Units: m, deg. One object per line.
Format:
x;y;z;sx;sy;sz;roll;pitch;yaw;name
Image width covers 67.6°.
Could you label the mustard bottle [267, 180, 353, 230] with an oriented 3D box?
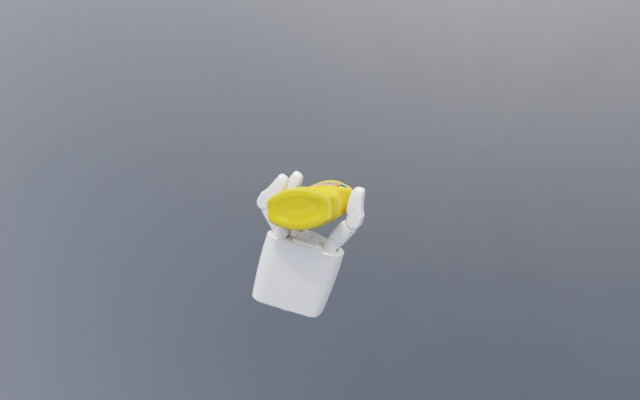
0.000;0.002;0.719;0.096;0.058;0.191;-5;4;19;mustard bottle
